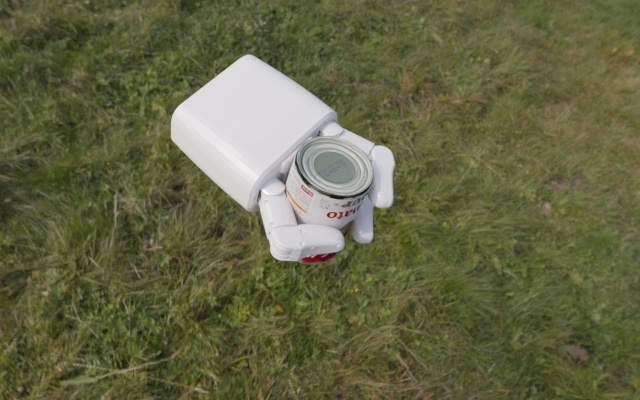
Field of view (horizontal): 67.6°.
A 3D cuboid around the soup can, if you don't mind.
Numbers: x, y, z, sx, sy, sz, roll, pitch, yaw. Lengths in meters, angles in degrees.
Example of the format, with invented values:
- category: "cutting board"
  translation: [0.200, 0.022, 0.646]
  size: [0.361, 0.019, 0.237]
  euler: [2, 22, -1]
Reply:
- category: "soup can"
  translation: [0.000, 0.002, 0.422]
  size: [0.068, 0.068, 0.102]
  euler: [0, -38, -18]
